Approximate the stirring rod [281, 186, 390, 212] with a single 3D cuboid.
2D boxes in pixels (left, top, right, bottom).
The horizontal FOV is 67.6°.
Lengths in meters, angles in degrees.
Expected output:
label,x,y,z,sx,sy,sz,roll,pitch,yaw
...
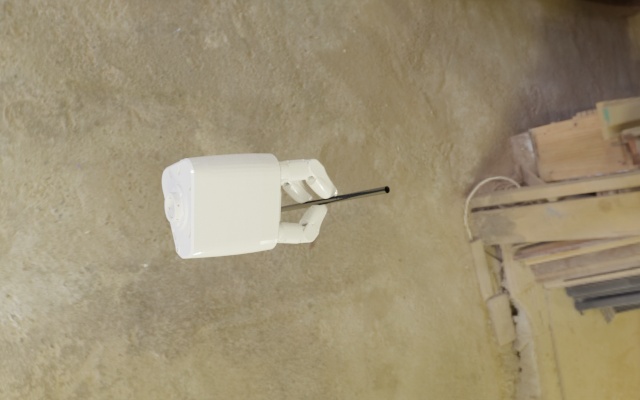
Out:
label,x,y,z,sx,sy,sz,roll,pitch,yaw
stirring rod,0.000,0.002,0.611,0.011,0.011,0.239,0,-7,-37
